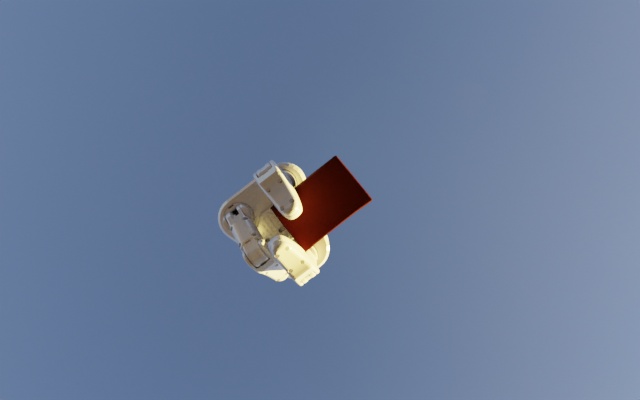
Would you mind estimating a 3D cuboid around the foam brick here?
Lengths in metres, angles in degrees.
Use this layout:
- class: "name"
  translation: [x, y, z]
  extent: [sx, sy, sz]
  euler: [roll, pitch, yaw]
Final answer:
- class: "foam brick"
  translation: [0.000, 0.001, 0.444]
  extent: [0.078, 0.053, 0.051]
  euler: [-37, 3, 3]
